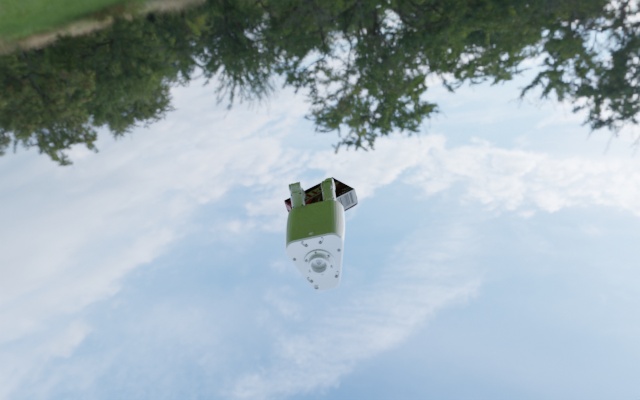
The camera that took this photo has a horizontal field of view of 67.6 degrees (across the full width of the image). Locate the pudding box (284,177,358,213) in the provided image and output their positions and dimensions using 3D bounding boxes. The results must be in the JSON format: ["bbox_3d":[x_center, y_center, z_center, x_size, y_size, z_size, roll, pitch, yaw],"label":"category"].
[{"bbox_3d":[0.000,0.003,0.893,0.113,0.039,0.090,-25,27,-18],"label":"pudding box"}]
